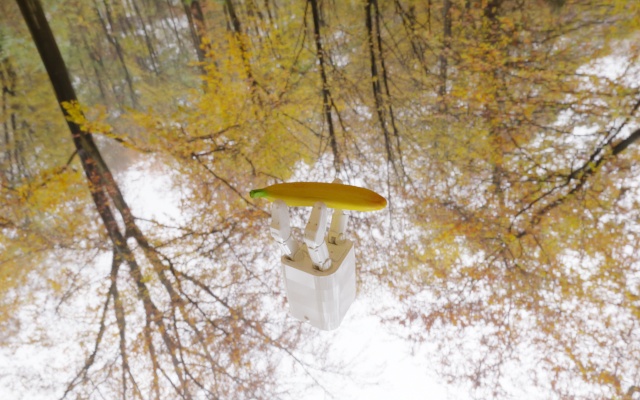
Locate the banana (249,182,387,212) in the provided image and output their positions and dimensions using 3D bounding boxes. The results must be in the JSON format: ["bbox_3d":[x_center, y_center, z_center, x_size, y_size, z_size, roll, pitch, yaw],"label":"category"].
[{"bbox_3d":[0.001,-0.004,0.694,0.198,0.037,0.069,2,19,14],"label":"banana"}]
